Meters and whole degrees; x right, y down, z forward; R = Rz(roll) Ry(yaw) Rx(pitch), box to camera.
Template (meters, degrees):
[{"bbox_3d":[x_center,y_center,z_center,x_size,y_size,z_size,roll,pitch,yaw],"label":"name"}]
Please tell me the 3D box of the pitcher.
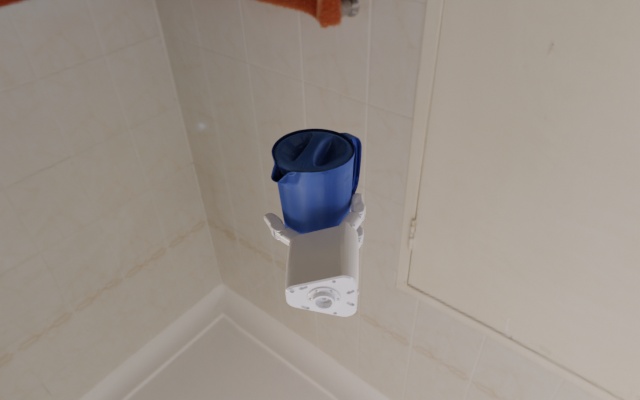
[{"bbox_3d":[0.000,0.003,0.836,0.149,0.243,0.145,-2,39,1],"label":"pitcher"}]
